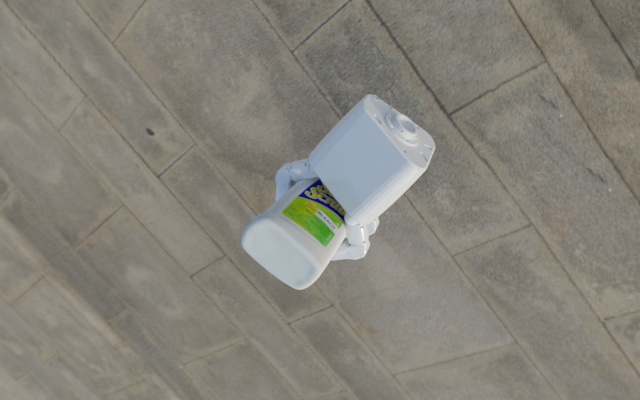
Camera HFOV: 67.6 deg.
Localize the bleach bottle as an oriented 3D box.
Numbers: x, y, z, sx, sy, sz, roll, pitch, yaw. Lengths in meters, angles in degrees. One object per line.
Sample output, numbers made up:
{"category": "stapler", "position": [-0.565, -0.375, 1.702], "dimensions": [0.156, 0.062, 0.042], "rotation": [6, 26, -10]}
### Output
{"category": "bleach bottle", "position": [0.000, 0.002, 0.631], "dimensions": [0.068, 0.102, 0.250], "rotation": [-47, 4, 37]}
